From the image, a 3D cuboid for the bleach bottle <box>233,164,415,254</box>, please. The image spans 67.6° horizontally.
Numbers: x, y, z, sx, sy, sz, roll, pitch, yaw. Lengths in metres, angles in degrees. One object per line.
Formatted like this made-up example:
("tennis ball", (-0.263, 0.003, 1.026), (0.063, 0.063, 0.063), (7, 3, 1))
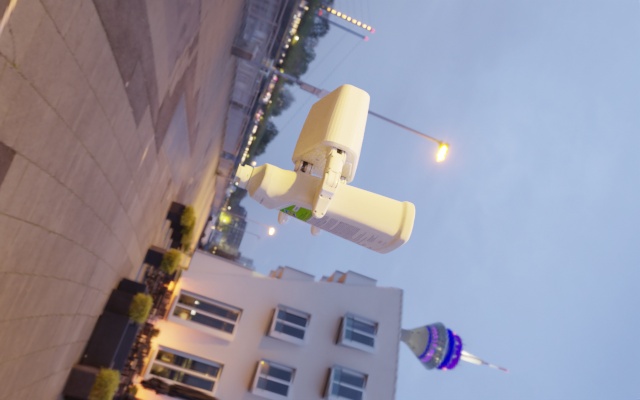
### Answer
("bleach bottle", (0.000, 0.002, 0.682), (0.251, 0.068, 0.103), (21, -25, -11))
